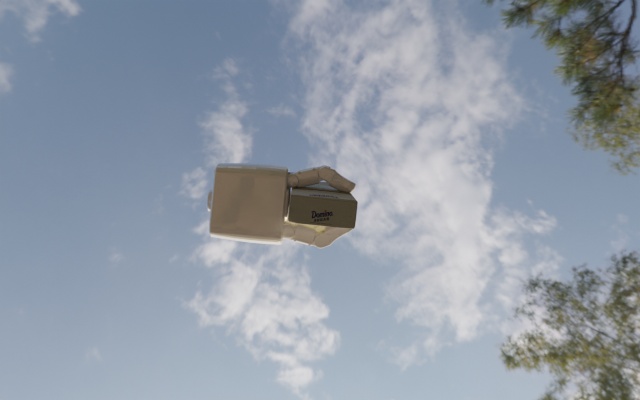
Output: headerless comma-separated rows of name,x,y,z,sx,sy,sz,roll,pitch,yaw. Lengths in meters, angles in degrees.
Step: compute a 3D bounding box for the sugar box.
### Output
sugar box,0.000,0.003,0.720,0.093,0.048,0.176,6,11,-2
